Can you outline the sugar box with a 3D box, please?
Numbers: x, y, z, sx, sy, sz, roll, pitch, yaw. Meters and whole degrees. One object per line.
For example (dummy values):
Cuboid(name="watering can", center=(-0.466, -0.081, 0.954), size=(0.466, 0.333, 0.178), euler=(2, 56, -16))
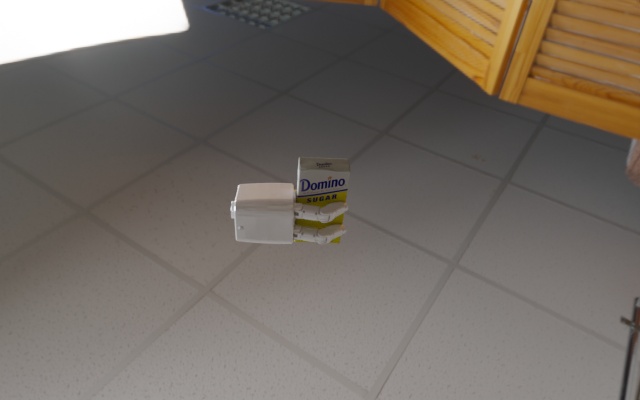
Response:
Cuboid(name="sugar box", center=(0.000, 0.003, 0.897), size=(0.093, 0.176, 0.048), euler=(1, 41, -5))
